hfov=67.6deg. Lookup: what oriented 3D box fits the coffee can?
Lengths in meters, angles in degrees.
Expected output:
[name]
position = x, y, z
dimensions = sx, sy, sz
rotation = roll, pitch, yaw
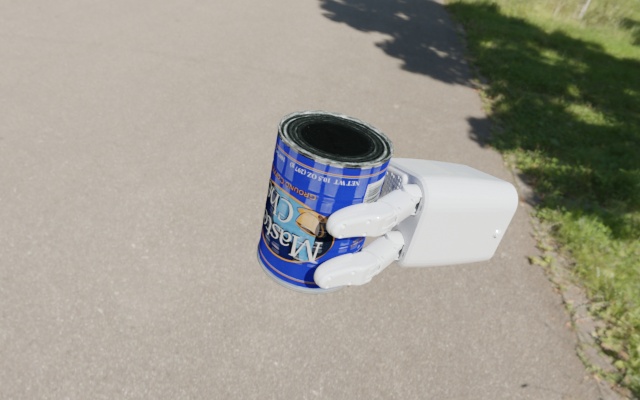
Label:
[coffee can]
position = 0.000, 0.002, 0.447
dimensions = 0.103, 0.140, 0.102
rotation = 10, 32, -6
